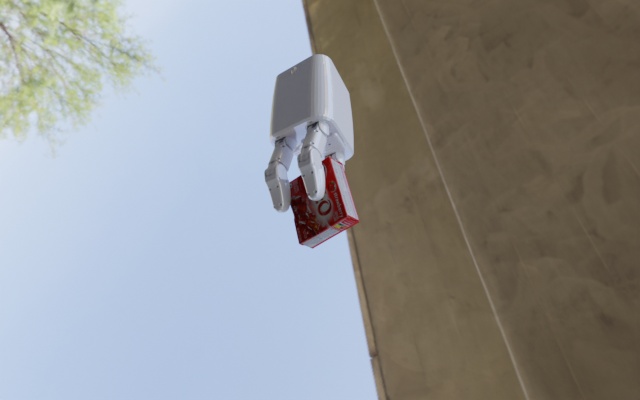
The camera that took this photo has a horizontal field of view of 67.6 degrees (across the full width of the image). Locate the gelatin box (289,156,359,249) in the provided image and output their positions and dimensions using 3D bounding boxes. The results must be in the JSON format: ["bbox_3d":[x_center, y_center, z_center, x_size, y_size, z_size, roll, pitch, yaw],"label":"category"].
[{"bbox_3d":[0.000,0.002,0.573,0.073,0.089,0.030,-31,-34,26],"label":"gelatin box"}]
